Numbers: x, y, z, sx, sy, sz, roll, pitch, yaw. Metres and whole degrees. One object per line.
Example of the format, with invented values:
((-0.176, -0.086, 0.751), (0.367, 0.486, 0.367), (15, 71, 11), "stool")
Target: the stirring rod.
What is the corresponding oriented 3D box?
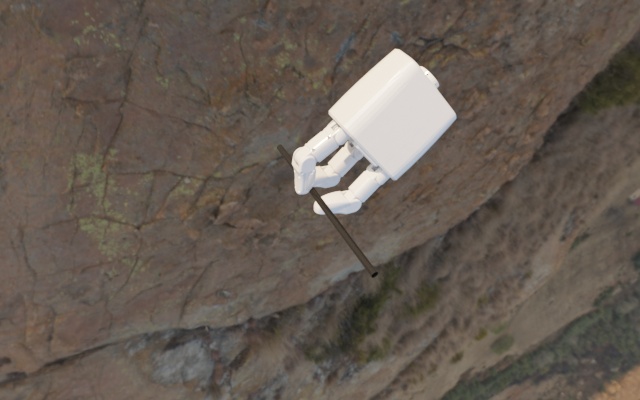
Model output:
((0.000, 0.002, 0.559), (0.011, 0.011, 0.239), (0, 38, -35), "stirring rod")
